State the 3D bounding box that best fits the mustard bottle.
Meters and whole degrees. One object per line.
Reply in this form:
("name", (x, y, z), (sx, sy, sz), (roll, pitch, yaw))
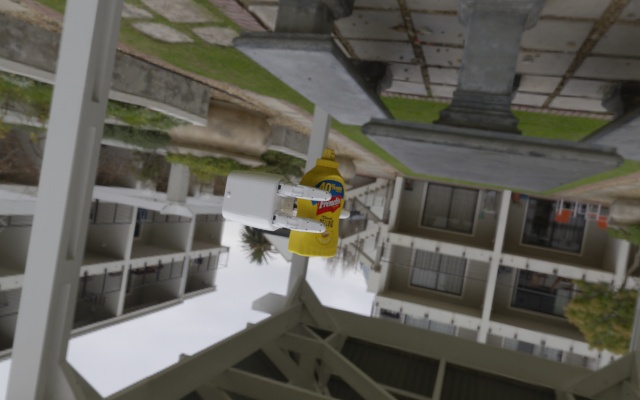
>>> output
("mustard bottle", (0.000, 0.003, 0.853), (0.096, 0.191, 0.058), (9, 1, -41))
